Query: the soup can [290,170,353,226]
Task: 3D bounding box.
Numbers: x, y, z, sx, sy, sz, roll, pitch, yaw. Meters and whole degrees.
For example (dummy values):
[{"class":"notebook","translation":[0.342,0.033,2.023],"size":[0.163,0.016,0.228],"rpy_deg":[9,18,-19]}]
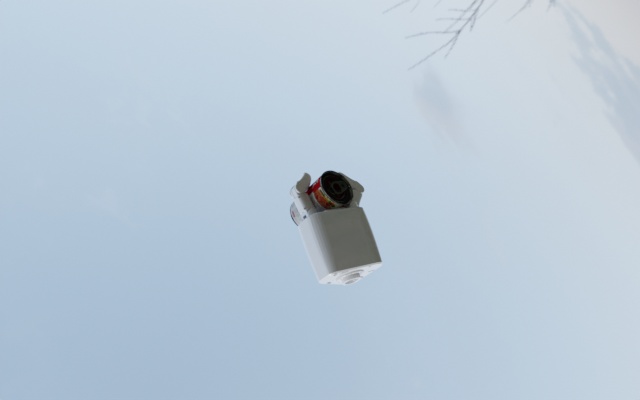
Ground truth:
[{"class":"soup can","translation":[0.000,0.002,0.838],"size":[0.068,0.068,0.102],"rpy_deg":[0,-30,-40]}]
